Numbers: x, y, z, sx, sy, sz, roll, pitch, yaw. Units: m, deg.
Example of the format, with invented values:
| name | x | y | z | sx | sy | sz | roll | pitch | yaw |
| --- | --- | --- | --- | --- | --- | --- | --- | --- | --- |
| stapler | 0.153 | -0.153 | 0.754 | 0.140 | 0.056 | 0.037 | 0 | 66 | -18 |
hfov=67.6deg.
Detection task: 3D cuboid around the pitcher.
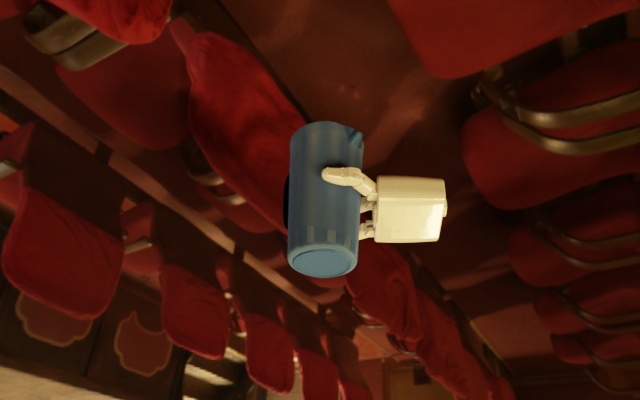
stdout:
| name | x | y | z | sx | sy | sz | roll | pitch | yaw |
| --- | --- | --- | --- | --- | --- | --- | --- | --- | --- |
| pitcher | 0.000 | 0.003 | 0.797 | 0.145 | 0.242 | 0.149 | 2 | -34 | 2 |
